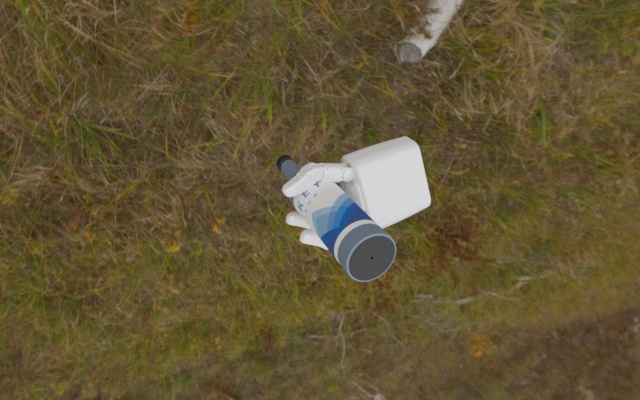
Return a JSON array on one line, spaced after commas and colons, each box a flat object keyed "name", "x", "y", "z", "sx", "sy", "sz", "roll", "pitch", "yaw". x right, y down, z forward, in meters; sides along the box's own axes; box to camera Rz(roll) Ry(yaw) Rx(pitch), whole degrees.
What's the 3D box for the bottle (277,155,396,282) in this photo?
[{"name": "bottle", "x": 0.000, "y": 0.002, "z": 0.671, "sx": 0.069, "sy": 0.069, "sz": 0.295, "roll": 0, "pitch": 26, "yaw": -27}]
